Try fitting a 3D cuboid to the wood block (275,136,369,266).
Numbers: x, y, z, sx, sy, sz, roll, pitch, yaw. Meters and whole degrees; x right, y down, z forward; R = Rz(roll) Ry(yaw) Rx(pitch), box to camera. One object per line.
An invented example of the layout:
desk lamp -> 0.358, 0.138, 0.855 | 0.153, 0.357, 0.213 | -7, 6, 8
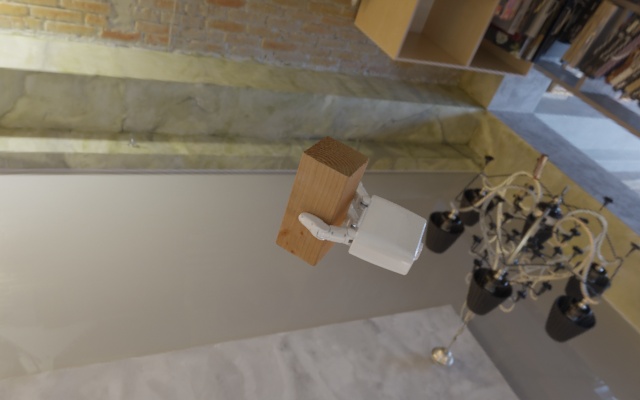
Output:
wood block -> 0.000, 0.003, 0.856 | 0.090, 0.206, 0.090 | 30, 36, 14
